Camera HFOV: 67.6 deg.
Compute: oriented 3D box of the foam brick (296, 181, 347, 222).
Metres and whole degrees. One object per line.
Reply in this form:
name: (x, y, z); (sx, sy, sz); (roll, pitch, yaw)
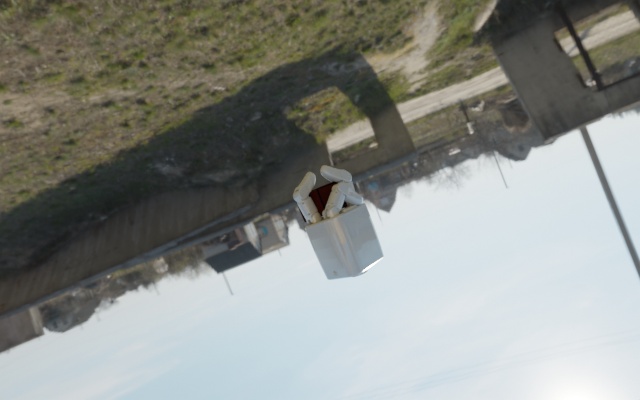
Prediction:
foam brick: (0.000, 0.003, 0.879); (0.053, 0.051, 0.078); (-23, 1, -35)
